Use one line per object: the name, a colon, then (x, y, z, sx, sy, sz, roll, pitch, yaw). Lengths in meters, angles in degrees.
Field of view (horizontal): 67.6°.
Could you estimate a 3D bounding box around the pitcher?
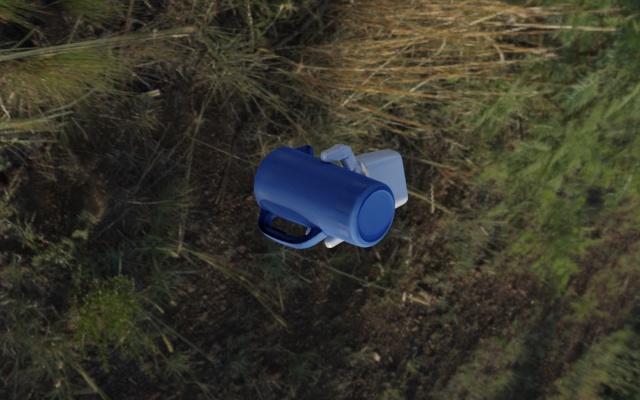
pitcher: (0.000, 0.003, 0.827, 0.145, 0.149, 0.242, -18, 28, -39)
